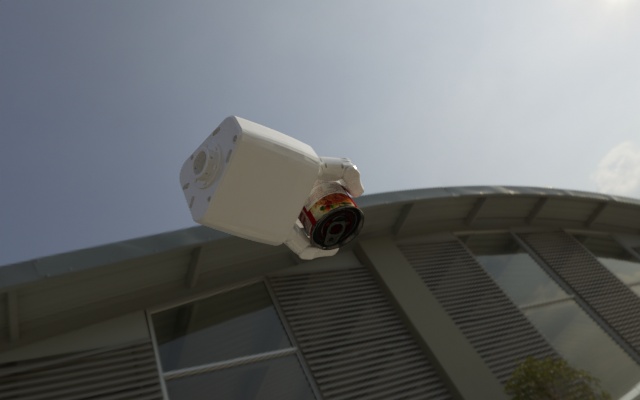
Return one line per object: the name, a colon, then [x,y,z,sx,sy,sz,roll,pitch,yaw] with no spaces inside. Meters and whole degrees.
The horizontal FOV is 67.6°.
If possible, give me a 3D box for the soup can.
soup can: [0.000,0.002,0.587,0.068,0.068,0.102,0,39,-32]
